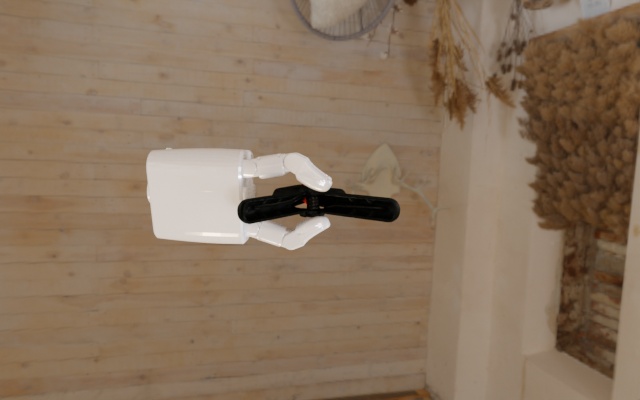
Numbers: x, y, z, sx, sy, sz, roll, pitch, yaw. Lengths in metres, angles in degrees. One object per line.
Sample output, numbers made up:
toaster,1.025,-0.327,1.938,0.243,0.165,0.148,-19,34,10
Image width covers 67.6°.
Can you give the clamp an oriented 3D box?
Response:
clamp,0.000,0.003,0.567,0.164,0.036,0.210,1,6,0
